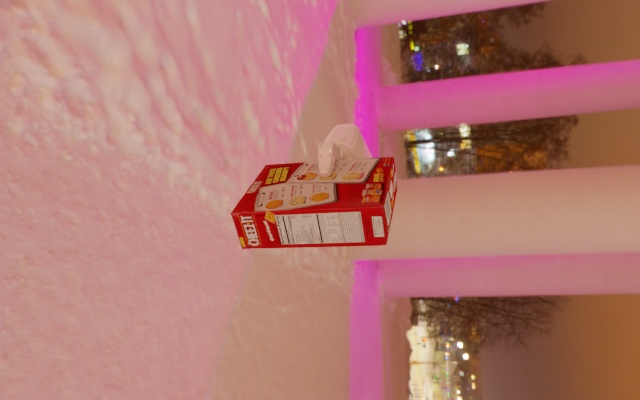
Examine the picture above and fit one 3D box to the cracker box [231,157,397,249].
[{"bbox_3d":[0.000,0.002,0.709,0.214,0.072,0.164,-3,27,15],"label":"cracker box"}]
